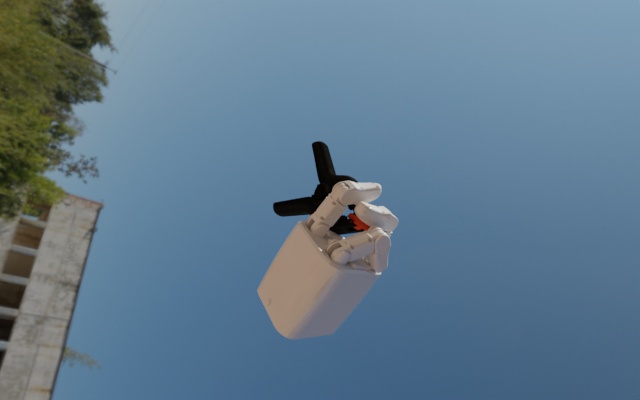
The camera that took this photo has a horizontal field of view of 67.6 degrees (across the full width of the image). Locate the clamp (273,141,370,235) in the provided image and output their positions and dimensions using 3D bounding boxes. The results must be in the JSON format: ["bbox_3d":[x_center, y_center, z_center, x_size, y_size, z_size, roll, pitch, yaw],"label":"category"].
[{"bbox_3d":[0.001,0.002,0.629,0.039,0.120,0.171,24,17,-37],"label":"clamp"}]
